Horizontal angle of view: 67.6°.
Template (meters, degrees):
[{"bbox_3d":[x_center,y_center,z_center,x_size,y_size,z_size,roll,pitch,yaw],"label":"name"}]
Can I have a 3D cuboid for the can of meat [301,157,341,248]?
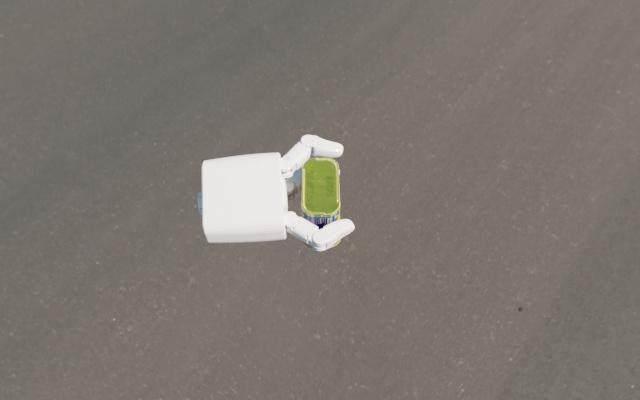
[{"bbox_3d":[0.000,0.002,0.670,0.057,0.102,0.084,-1,-35,0],"label":"can of meat"}]
